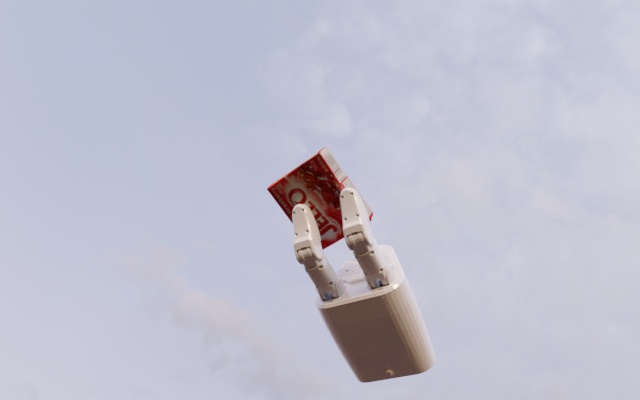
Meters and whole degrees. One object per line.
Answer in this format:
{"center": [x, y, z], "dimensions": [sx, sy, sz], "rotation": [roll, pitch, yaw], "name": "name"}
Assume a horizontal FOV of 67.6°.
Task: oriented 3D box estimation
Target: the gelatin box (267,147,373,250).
{"center": [0.000, 0.001, 0.496], "dimensions": [0.073, 0.089, 0.030], "rotation": [-32, 7, 26], "name": "gelatin box"}
